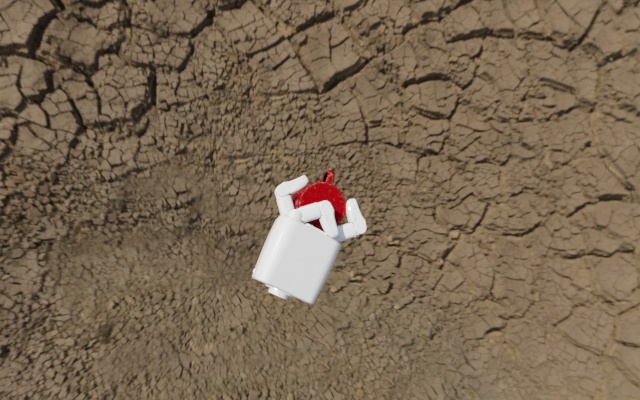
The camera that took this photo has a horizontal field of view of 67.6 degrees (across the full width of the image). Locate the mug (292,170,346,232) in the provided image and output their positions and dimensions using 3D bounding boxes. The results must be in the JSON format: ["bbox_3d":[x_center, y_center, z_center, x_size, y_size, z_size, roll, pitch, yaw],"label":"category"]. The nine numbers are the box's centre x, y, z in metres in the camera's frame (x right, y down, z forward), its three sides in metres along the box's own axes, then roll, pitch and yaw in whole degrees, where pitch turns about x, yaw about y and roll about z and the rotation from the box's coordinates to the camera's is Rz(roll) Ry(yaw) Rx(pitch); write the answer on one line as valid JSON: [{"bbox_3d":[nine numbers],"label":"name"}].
[{"bbox_3d":[0.001,0.001,0.815,0.093,0.117,0.081,23,-12,-8],"label":"mug"}]
